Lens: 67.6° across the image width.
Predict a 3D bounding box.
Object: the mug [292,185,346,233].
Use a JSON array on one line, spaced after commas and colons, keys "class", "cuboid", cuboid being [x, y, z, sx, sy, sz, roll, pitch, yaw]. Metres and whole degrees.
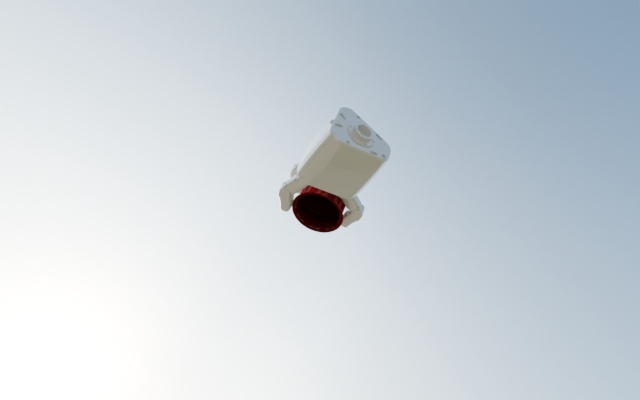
[{"class": "mug", "cuboid": [0.000, 0.003, 0.859, 0.093, 0.081, 0.117, 35, -46, -10]}]
